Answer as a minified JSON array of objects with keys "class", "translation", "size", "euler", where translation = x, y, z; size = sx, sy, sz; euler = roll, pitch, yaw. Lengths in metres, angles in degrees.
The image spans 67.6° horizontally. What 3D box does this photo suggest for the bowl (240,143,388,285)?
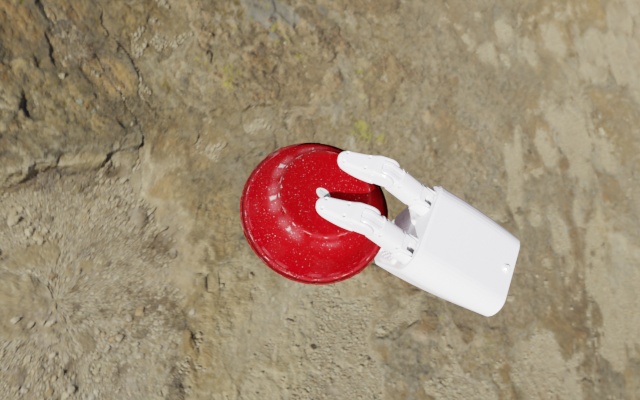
[{"class":"bowl","translation":[-0.001,0.001,0.489],"size":[0.162,0.162,0.055],"euler":[0,-20,-11]}]
